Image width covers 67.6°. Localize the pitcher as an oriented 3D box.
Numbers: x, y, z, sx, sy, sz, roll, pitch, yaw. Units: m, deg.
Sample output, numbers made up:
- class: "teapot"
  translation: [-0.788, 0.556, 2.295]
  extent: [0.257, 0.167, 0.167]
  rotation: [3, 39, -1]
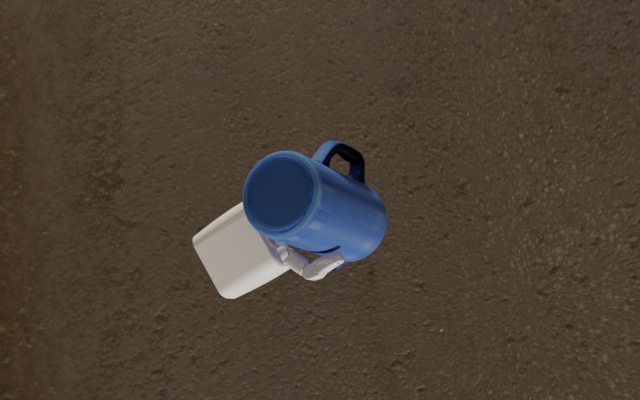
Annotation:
- class: "pitcher"
  translation: [0.000, 0.002, 0.670]
  extent: [0.145, 0.149, 0.243]
  rotation: [-32, -21, 15]
